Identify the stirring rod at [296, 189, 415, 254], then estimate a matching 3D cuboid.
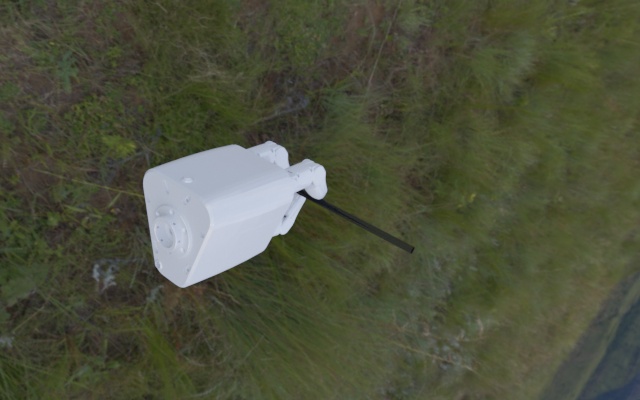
[{"bbox_3d":[0.000,0.002,0.549,0.239,0.011,0.011,28,13,26],"label":"stirring rod"}]
